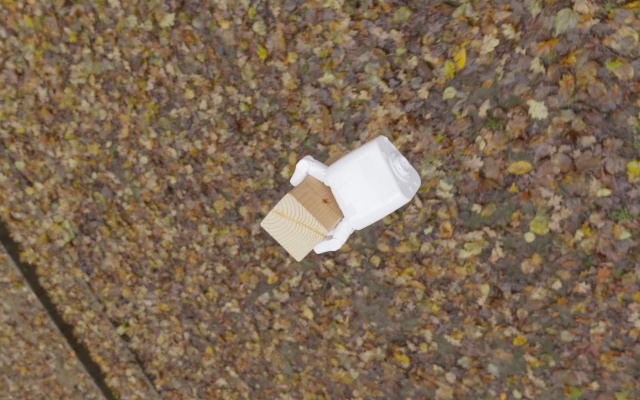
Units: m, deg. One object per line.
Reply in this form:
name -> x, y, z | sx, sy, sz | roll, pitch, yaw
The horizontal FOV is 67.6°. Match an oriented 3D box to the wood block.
wood block -> 0.000, 0.002, 0.833 | 0.090, 0.091, 0.206 | -46, -2, 35
